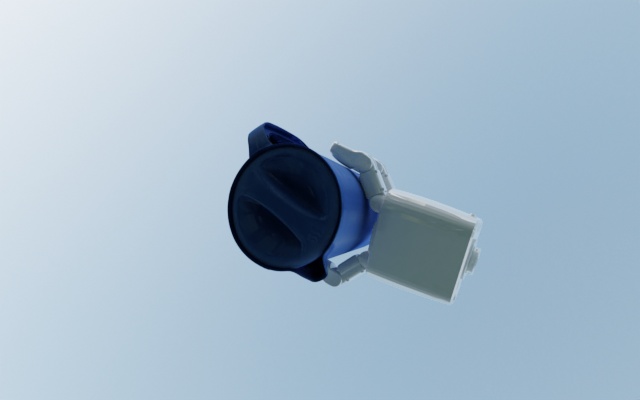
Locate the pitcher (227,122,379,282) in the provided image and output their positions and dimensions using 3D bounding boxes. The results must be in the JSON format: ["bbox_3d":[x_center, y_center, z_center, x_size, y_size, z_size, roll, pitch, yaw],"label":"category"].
[{"bbox_3d":[0.000,0.002,0.596,0.145,0.149,0.243,18,4,22],"label":"pitcher"}]
